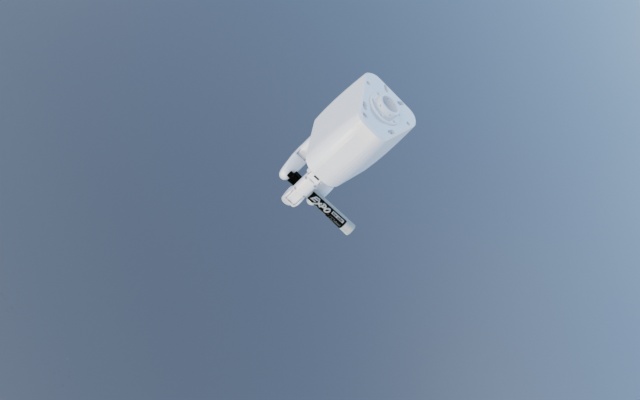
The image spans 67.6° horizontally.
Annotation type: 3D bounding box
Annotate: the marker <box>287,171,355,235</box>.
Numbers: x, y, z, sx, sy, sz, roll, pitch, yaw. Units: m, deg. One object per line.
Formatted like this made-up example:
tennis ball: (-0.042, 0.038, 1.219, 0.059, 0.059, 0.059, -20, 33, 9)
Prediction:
marker: (0.000, 0.002, 0.672, 0.121, 0.020, 0.020, 43, -8, -9)
